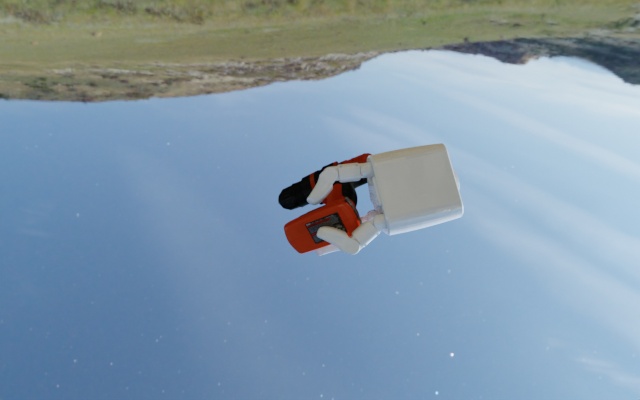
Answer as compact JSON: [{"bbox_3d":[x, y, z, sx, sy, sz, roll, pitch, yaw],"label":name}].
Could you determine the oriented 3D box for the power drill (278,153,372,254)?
[{"bbox_3d":[0.000,0.003,0.737,0.184,0.057,0.187,-23,23,20],"label":"power drill"}]
